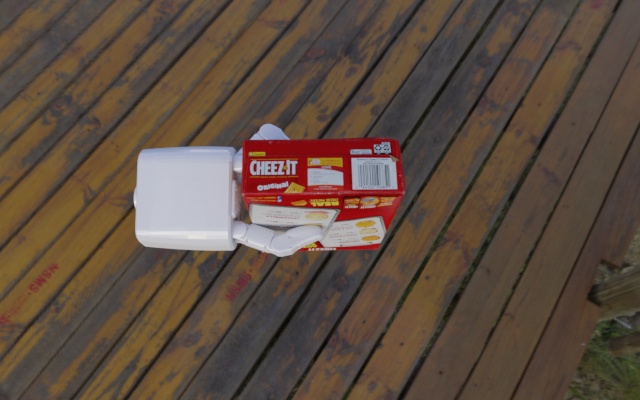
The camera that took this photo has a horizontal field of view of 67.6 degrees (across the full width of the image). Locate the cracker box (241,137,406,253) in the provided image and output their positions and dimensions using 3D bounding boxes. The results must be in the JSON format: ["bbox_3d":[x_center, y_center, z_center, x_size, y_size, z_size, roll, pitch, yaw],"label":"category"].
[{"bbox_3d":[0.000,0.002,0.574,0.164,0.072,0.214,-1,-21,-1],"label":"cracker box"}]
